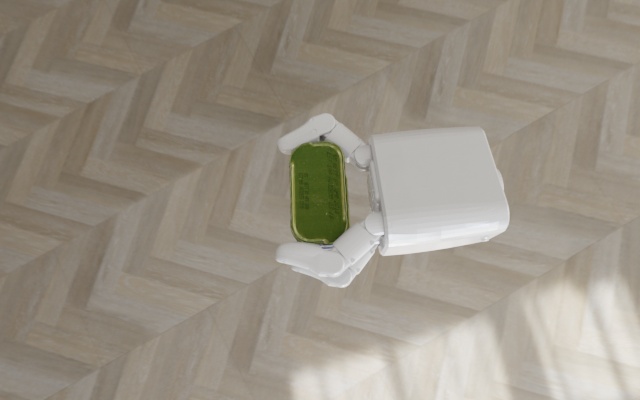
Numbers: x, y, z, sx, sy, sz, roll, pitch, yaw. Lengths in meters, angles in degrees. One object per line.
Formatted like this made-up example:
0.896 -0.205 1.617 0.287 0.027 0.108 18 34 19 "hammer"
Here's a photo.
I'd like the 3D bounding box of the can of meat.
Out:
0.000 0.001 0.467 0.057 0.102 0.084 -3 -14 2 "can of meat"
